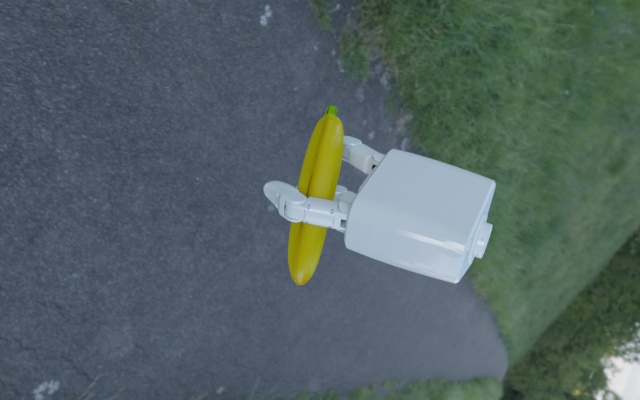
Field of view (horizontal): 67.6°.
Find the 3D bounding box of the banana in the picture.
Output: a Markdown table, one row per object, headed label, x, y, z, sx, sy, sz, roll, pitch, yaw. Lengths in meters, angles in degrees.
| label | x | y | z | sx | sy | sz | roll | pitch | yaw |
| --- | --- | --- | --- | --- | --- | --- | --- | --- | --- |
| banana | -0.003 | -0.001 | 0.489 | 0.037 | 0.198 | 0.069 | 14 | 6 | 12 |
